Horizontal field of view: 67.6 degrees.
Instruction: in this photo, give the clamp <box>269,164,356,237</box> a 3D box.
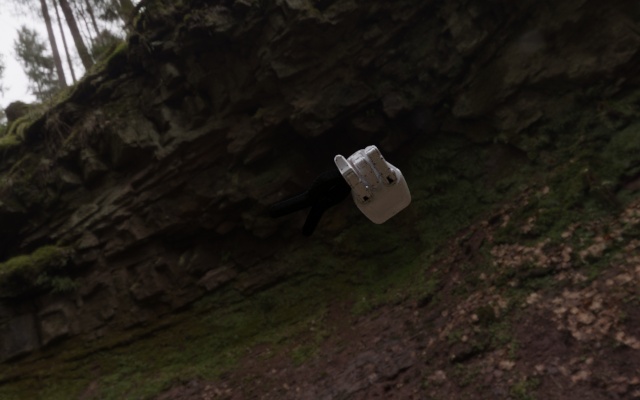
[{"bbox_3d":[0.000,0.002,0.885,0.171,0.039,0.120,-32,-33,7],"label":"clamp"}]
